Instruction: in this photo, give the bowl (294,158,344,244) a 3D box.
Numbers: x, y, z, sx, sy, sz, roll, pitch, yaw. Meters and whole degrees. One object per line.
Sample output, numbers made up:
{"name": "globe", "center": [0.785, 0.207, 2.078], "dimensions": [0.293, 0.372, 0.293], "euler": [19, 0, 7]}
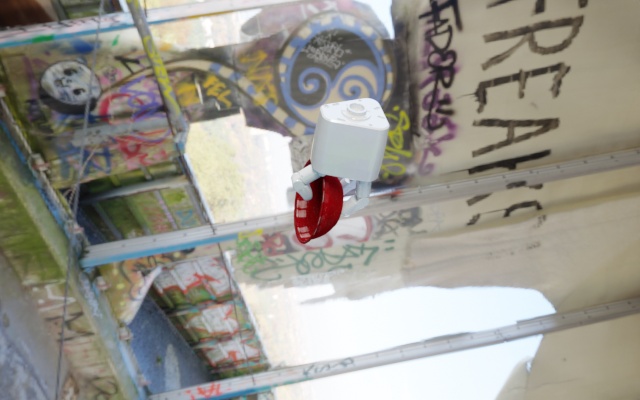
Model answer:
{"name": "bowl", "center": [0.000, 0.004, 0.888], "dimensions": [0.055, 0.162, 0.162], "euler": [8, -3, -20]}
